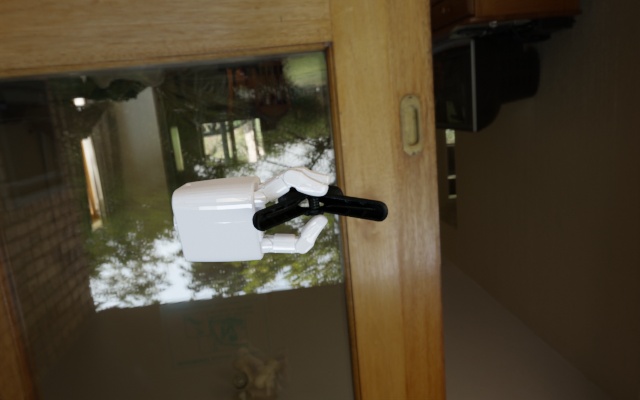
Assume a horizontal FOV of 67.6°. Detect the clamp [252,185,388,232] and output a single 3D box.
[{"bbox_3d":[0.000,0.003,0.659,0.164,0.036,0.210,-2,11,0],"label":"clamp"}]
